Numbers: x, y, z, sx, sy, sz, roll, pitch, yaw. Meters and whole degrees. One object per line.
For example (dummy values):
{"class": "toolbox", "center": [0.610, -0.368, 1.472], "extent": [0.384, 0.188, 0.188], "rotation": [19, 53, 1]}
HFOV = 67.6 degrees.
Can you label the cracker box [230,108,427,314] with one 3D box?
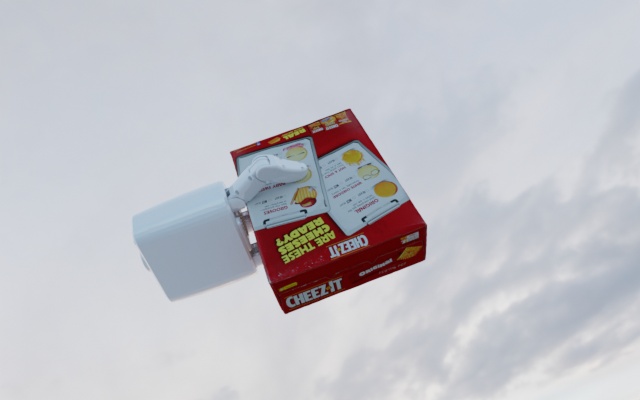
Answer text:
{"class": "cracker box", "center": [0.000, 0.002, 0.546], "extent": [0.164, 0.213, 0.072], "rotation": [-20, -43, -5]}
